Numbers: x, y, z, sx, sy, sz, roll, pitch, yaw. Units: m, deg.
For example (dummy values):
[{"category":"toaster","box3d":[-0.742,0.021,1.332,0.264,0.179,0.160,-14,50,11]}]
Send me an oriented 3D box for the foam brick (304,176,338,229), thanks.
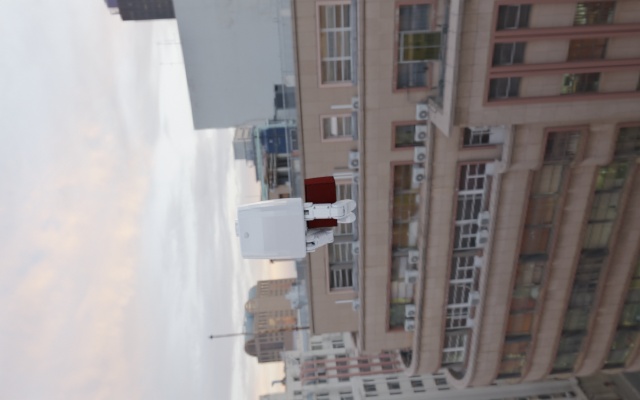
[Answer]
[{"category":"foam brick","box3d":[0.000,0.002,0.803,0.051,0.078,0.053,-3,13,-2]}]
